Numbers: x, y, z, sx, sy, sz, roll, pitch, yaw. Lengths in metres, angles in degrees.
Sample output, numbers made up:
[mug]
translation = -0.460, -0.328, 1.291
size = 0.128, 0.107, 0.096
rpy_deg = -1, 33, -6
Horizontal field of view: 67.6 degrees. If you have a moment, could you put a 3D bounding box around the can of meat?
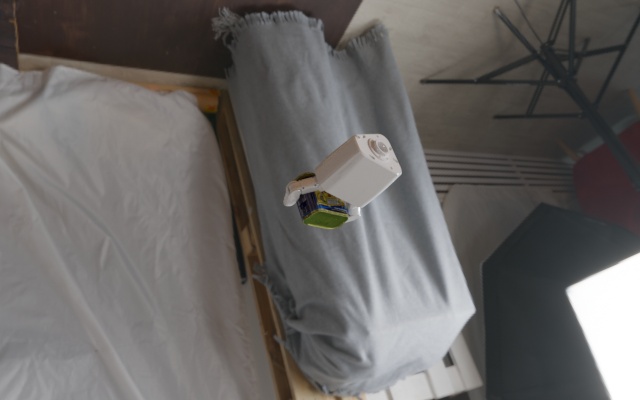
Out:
[can of meat]
translation = 0.000, 0.003, 0.899
size = 0.102, 0.084, 0.057
rpy_deg = 13, -42, -44
